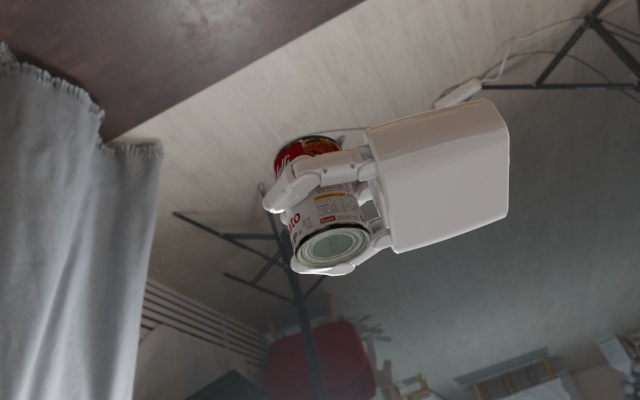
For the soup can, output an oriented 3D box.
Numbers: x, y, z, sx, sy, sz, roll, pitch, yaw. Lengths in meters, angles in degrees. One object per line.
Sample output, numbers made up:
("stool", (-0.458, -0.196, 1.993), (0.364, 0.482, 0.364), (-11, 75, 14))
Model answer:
("soup can", (0.000, 0.002, 0.427), (0.068, 0.102, 0.069), (-11, -35, -8))
